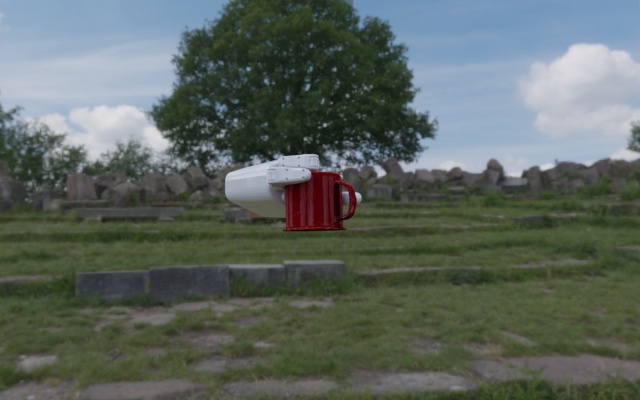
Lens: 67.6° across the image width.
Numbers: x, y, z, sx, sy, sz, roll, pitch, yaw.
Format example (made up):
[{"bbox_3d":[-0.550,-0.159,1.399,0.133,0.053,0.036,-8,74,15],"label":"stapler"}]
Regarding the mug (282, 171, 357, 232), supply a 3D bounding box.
[{"bbox_3d":[0.001,0.002,0.683,0.117,0.081,0.093,-5,-6,39],"label":"mug"}]
